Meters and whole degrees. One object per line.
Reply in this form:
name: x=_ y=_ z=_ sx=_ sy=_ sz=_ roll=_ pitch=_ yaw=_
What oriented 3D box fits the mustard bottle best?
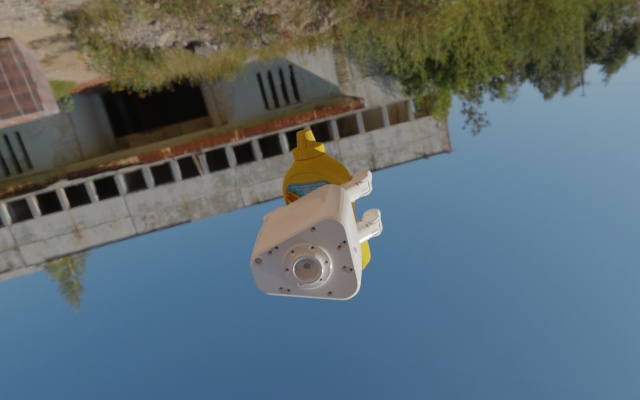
mustard bottle: x=0.000 y=0.002 z=0.626 sx=0.096 sy=0.192 sz=0.058 roll=-5 pitch=19 yaw=29
